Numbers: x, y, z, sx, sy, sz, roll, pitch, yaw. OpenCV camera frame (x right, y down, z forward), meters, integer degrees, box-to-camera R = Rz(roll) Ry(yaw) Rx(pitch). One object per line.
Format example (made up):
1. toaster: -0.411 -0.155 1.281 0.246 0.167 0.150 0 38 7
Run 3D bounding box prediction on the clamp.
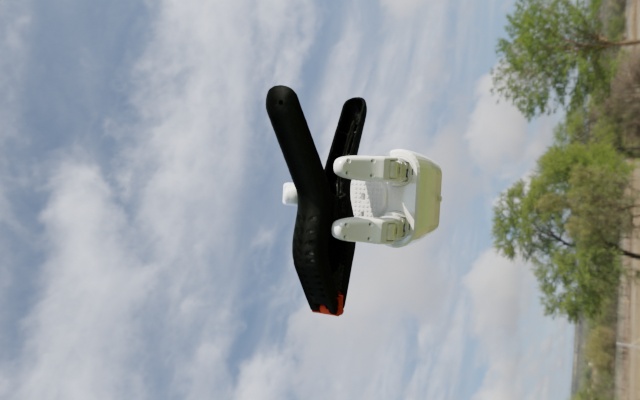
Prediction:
1. clamp: -0.001 0.002 0.421 0.036 0.210 0.164 3 2 27
